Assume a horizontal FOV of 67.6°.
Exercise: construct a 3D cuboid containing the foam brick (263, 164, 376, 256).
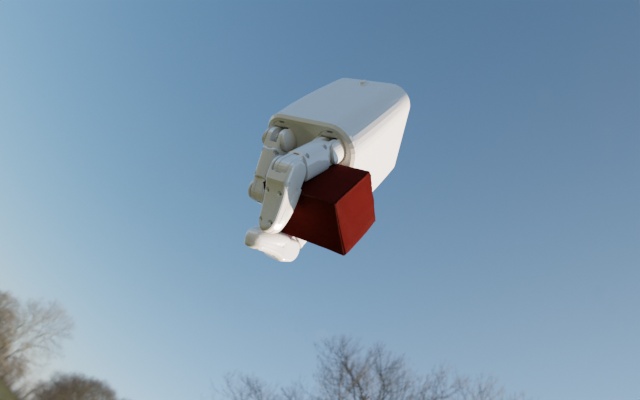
[{"bbox_3d":[0.000,0.002,0.400,0.078,0.053,0.051,17,42,35],"label":"foam brick"}]
